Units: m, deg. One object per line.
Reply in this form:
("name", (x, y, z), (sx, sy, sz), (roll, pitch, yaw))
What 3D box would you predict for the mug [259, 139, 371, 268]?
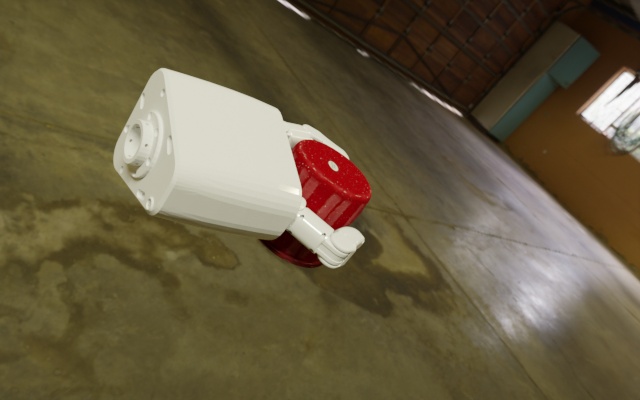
("mug", (0.001, 0.002, 0.441), (0.117, 0.081, 0.093), (13, 35, -44))
